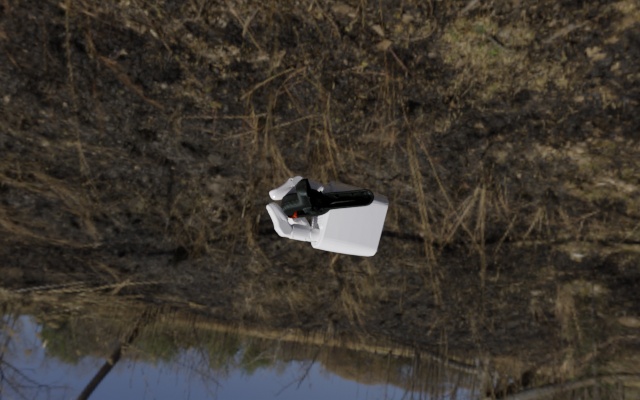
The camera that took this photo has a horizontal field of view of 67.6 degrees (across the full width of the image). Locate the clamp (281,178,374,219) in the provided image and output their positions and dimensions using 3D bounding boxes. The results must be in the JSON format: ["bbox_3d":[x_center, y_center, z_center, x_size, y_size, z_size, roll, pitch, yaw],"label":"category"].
[{"bbox_3d":[0.000,0.003,0.730,0.120,0.039,0.171,13,-13,-18],"label":"clamp"}]
